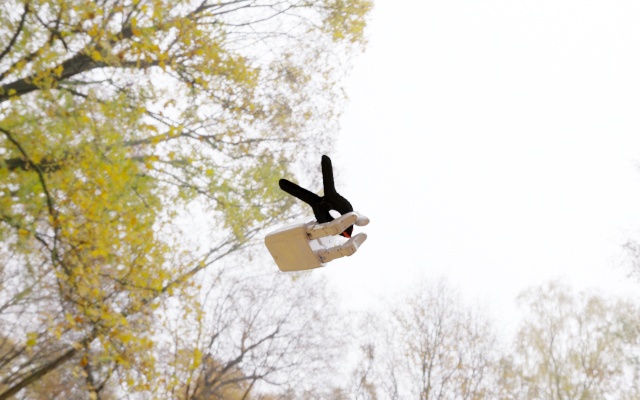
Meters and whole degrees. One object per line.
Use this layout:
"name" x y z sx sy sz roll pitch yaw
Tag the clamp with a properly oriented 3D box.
"clamp" 0.001 0.003 0.900 0.120 0.171 0.039 -15 23 34
